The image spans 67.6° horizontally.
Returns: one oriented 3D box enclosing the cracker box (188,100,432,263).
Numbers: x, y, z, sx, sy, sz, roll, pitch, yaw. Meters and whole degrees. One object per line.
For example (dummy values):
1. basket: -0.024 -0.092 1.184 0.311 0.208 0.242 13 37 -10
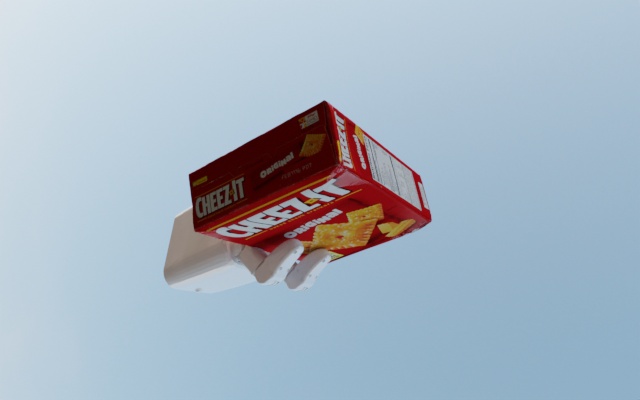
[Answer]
1. cracker box: 0.000 0.002 0.499 0.164 0.072 0.214 -24 -26 26
